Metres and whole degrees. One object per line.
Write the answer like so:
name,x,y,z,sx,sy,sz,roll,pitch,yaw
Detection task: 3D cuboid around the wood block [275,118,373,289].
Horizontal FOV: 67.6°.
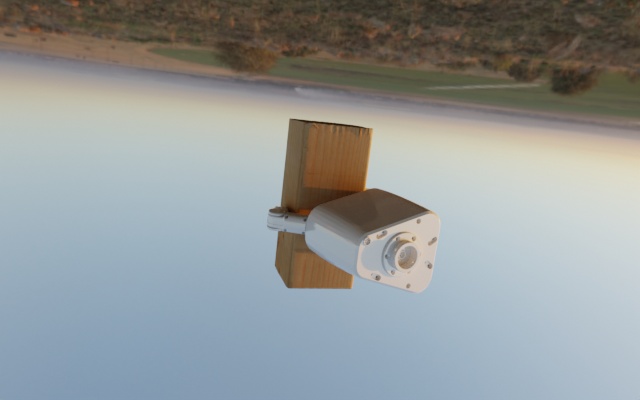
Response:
wood block,0.000,0.002,0.624,0.091,0.206,0.090,4,11,-17
